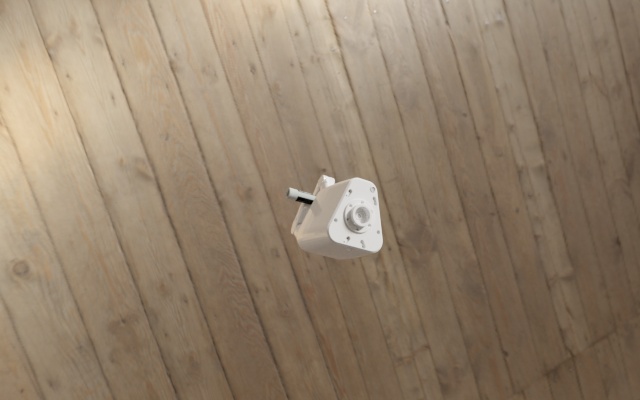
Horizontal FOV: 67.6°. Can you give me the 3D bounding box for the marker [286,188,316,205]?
[{"bbox_3d":[0.000,0.003,0.806,0.121,0.020,0.020,15,-6,-22],"label":"marker"}]
